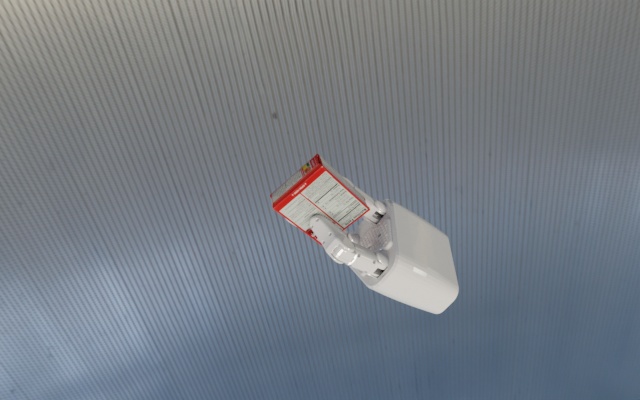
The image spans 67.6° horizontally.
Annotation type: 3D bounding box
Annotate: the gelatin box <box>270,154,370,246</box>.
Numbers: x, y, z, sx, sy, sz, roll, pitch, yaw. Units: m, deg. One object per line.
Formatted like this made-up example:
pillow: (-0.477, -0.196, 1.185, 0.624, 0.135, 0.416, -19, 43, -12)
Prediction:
gelatin box: (0.000, 0.002, 0.535, 0.089, 0.073, 0.030, 40, 18, -34)
